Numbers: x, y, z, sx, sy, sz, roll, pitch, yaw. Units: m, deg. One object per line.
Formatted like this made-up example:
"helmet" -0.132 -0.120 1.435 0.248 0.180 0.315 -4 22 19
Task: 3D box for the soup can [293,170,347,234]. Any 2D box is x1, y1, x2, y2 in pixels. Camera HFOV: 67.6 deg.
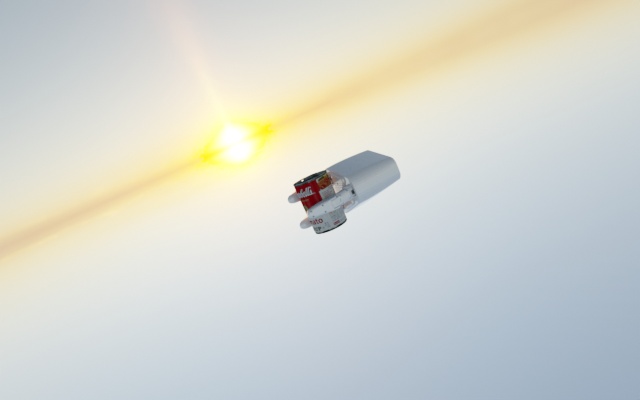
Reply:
"soup can" 0.000 0.003 0.888 0.068 0.102 0.068 -23 10 5
